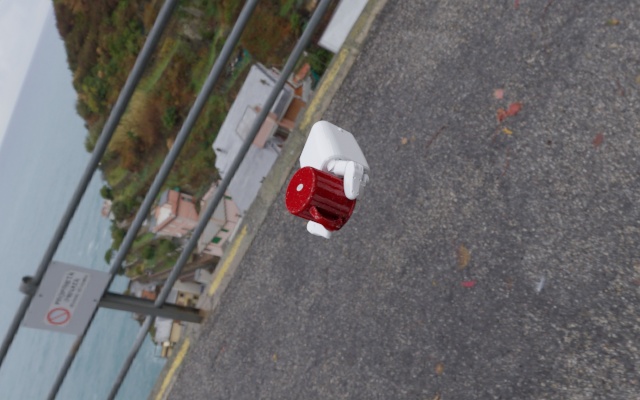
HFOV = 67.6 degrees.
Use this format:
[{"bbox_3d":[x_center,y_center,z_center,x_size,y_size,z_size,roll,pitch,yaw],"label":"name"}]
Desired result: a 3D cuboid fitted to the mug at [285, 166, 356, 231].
[{"bbox_3d":[0.000,0.003,0.757,0.081,0.117,0.093,21,-56,-33],"label":"mug"}]
